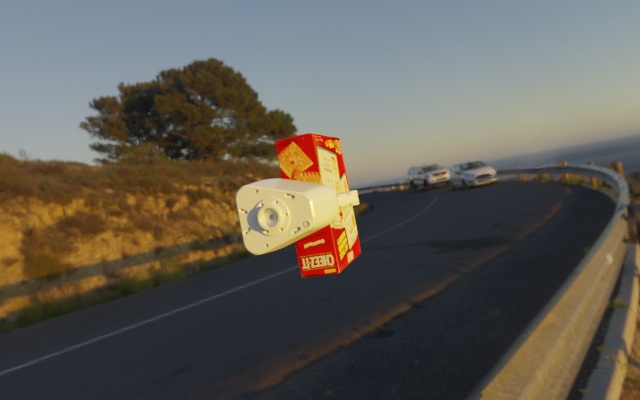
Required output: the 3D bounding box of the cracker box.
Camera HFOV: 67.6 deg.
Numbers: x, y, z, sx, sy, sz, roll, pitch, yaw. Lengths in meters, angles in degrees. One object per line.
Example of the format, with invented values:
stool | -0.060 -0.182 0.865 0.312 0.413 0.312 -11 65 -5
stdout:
cracker box | 0.000 0.002 0.789 0.072 0.213 0.164 -10 2 17
